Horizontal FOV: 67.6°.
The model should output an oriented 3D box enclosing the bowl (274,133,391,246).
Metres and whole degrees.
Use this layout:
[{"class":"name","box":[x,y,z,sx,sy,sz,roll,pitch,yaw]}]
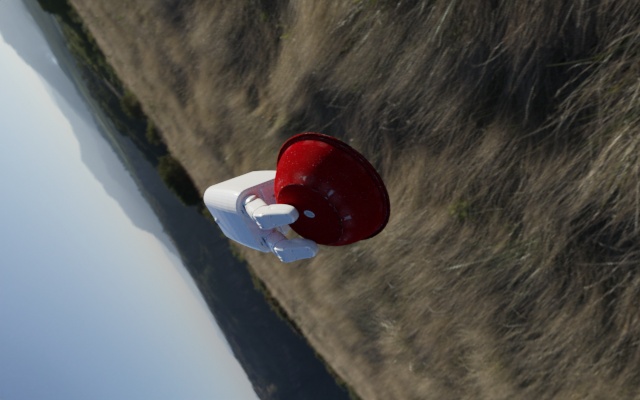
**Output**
[{"class":"bowl","box":[0.001,0.002,0.573,0.162,0.162,0.055,0,36,40]}]
